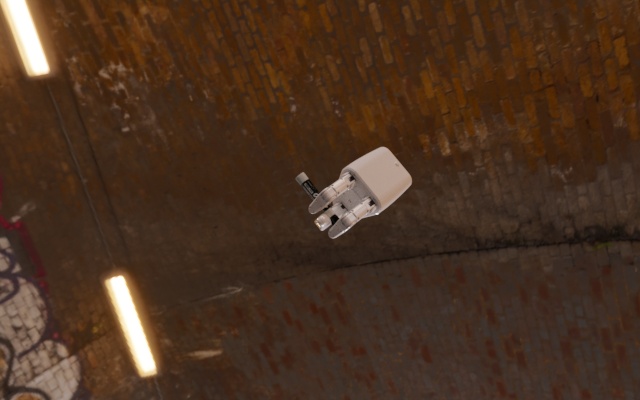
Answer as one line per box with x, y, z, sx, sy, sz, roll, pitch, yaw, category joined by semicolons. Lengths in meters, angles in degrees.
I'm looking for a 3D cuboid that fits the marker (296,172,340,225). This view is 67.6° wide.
0.000;0.003;0.840;0.020;0.121;0.020;-38;-5;-4;marker
